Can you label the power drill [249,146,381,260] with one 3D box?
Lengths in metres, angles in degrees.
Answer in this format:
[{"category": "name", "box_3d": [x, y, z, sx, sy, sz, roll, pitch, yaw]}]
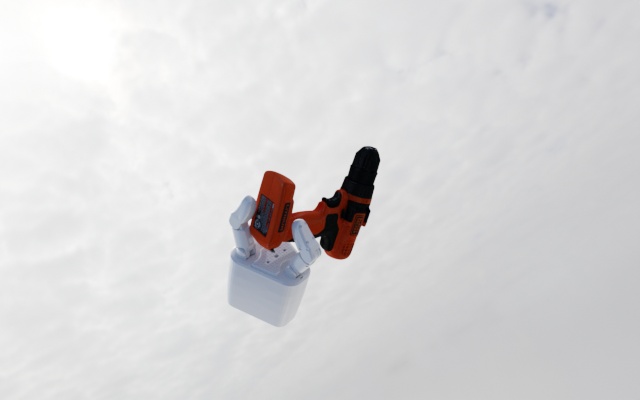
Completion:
[{"category": "power drill", "box_3d": [0.000, 0.002, 0.689, 0.187, 0.184, 0.057, 4, 19, -40]}]
